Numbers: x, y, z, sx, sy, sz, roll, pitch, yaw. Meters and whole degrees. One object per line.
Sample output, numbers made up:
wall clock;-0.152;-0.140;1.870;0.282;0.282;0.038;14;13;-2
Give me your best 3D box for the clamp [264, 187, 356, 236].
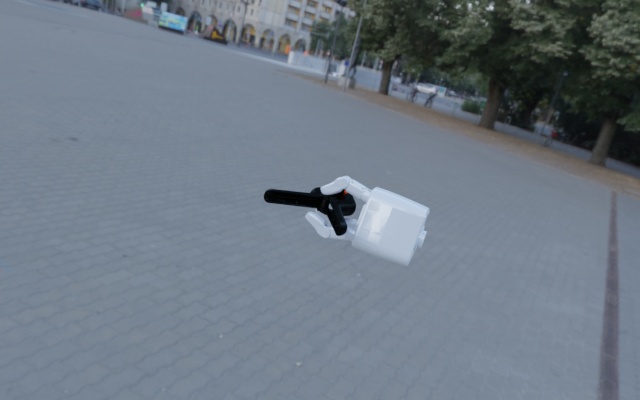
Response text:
clamp;0.001;0.002;0.899;0.164;0.036;0.210;23;18;14
